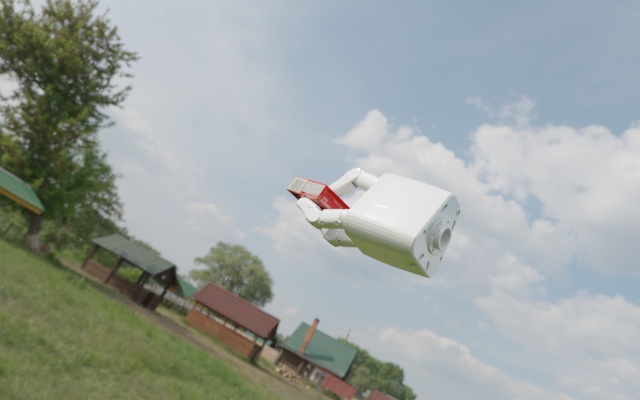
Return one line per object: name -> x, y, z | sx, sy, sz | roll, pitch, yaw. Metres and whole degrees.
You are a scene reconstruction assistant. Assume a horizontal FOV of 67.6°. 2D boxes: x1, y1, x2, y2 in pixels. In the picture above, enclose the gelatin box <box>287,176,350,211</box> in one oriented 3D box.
gelatin box -> 0.000, 0.002, 0.718 | 0.073, 0.030, 0.089 | 44, -14, -33
